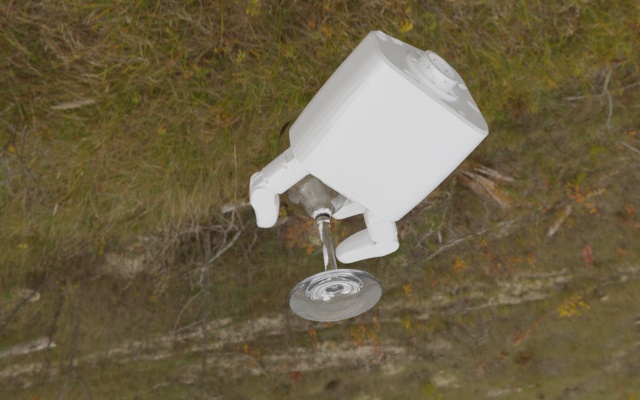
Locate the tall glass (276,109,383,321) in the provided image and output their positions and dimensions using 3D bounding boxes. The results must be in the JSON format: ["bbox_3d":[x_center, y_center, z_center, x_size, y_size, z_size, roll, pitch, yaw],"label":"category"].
[{"bbox_3d":[0.000,0.002,0.435,0.079,0.200,0.079,-5,-41,-5],"label":"tall glass"}]
